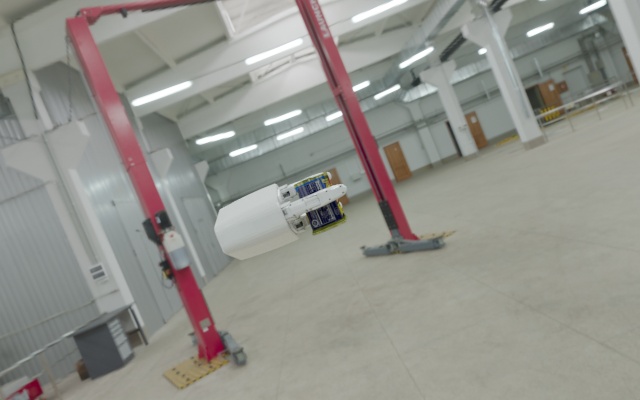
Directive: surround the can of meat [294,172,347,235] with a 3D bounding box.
[{"bbox_3d":[0.000,0.002,0.760,0.057,0.084,0.102,-23,2,5],"label":"can of meat"}]
